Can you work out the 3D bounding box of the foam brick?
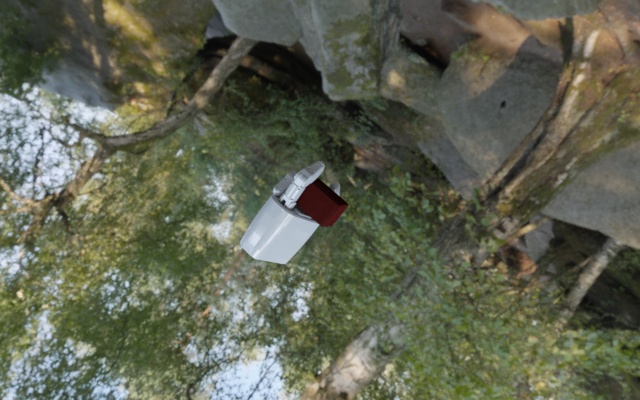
[{"bbox_3d":[0.000,0.003,0.831,0.078,0.051,0.053,41,13,17],"label":"foam brick"}]
